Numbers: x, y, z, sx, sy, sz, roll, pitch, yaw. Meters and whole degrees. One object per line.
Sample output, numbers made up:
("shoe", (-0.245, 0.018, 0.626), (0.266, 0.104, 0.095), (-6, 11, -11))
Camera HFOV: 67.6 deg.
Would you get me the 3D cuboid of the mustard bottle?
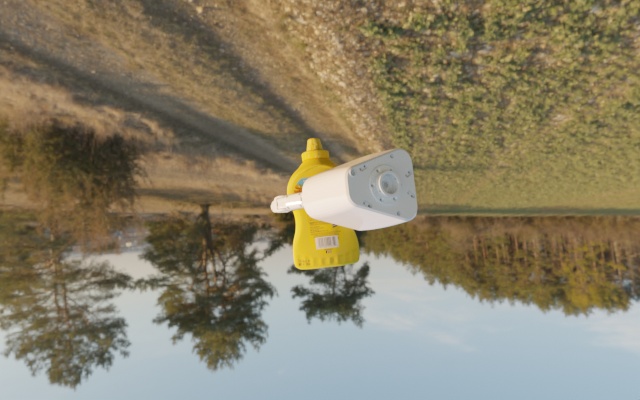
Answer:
("mustard bottle", (0.000, 0.003, 0.709), (0.096, 0.191, 0.058), (-6, -5, -6))
